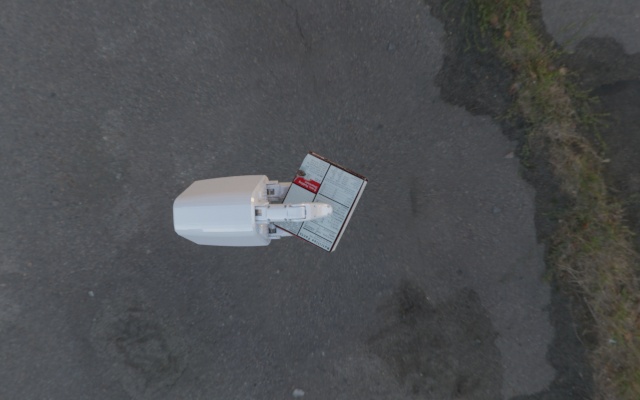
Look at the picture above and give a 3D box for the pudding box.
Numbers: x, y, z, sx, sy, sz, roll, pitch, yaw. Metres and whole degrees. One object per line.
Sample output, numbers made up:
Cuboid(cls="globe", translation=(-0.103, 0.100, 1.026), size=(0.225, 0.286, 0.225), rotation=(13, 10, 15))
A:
Cuboid(cls="pudding box", translation=(0.000, 0.002, 0.643), size=(0.090, 0.113, 0.039), rotation=(26, 6, 7))
